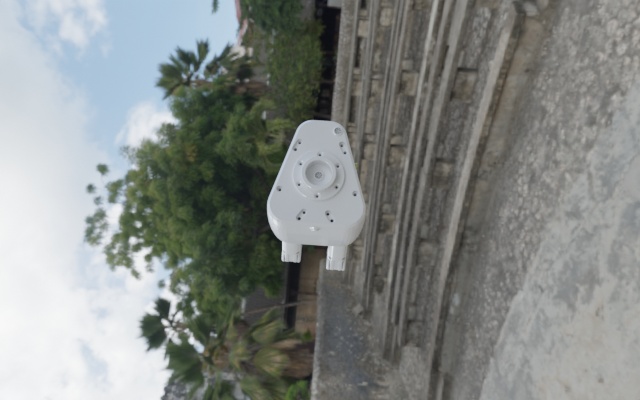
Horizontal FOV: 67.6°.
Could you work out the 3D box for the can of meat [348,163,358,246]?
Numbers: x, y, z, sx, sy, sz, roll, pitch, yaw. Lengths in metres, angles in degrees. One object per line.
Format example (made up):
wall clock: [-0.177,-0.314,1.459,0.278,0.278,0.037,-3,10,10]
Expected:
can of meat: [0.000,0.002,0.597,0.084,0.102,0.057,5,-11,0]
